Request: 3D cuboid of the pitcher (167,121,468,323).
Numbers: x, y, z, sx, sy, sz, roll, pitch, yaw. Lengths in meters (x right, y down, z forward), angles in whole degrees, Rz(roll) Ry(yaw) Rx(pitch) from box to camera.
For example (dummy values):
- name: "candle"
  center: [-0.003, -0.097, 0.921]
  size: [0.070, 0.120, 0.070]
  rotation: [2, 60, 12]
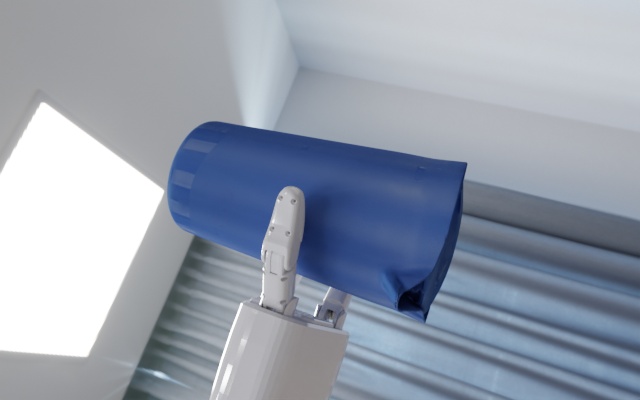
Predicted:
- name: "pitcher"
  center: [0.000, 0.002, 0.425]
  size: [0.243, 0.145, 0.149]
  rotation: [15, -9, 16]
